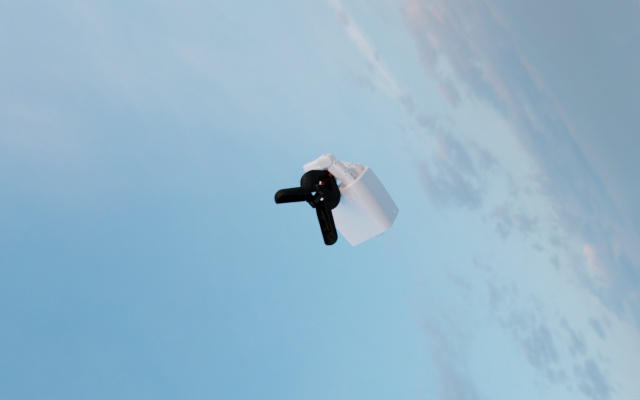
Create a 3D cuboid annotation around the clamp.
[{"bbox_3d":[0.000,0.003,0.794,0.039,0.120,0.171,-37,5,32],"label":"clamp"}]
